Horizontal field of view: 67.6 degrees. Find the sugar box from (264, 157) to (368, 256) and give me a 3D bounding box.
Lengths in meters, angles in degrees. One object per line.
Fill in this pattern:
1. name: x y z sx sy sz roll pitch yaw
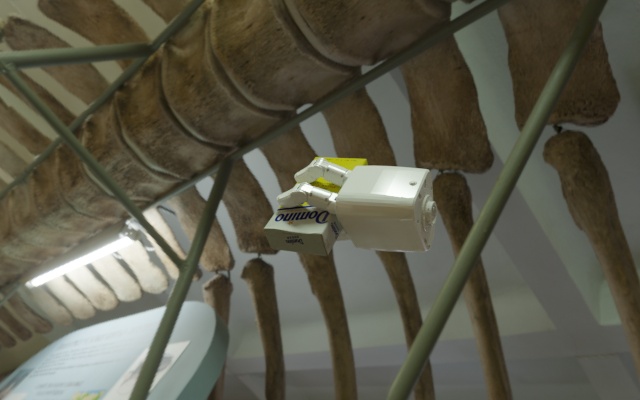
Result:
1. sugar box: 0.000 0.002 0.700 0.093 0.048 0.176 4 38 27
